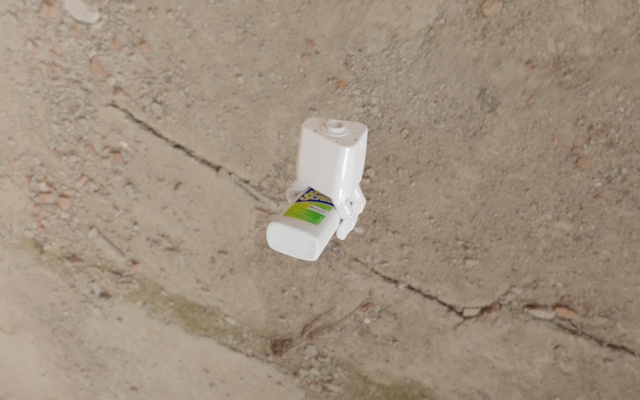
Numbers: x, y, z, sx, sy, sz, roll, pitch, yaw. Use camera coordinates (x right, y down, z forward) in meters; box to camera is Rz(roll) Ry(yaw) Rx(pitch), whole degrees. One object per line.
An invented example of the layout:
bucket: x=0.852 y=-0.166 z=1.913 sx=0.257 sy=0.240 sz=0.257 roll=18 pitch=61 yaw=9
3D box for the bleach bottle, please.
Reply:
bleach bottle: x=0.000 y=0.003 z=0.887 sx=0.102 sy=0.068 sz=0.250 roll=17 pitch=39 yaw=15
